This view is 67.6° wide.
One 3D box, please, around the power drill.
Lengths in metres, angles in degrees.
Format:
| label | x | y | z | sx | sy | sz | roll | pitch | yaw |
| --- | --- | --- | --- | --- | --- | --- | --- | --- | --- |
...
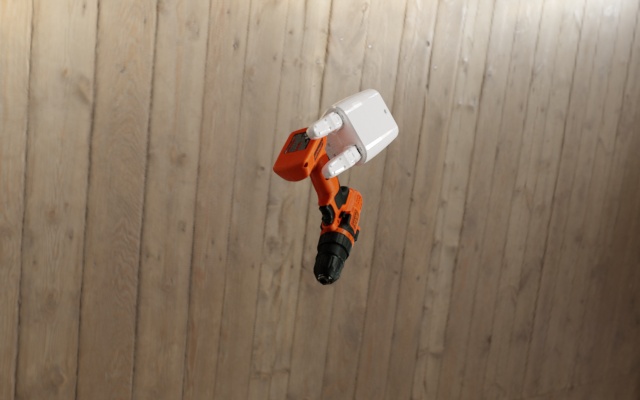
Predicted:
| label | x | y | z | sx | sy | sz | roll | pitch | yaw |
| --- | --- | --- | --- | --- | --- | --- | --- | --- | --- |
| power drill | 0.000 | 0.002 | 0.690 | 0.057 | 0.188 | 0.184 | -9 | 38 | 24 |
